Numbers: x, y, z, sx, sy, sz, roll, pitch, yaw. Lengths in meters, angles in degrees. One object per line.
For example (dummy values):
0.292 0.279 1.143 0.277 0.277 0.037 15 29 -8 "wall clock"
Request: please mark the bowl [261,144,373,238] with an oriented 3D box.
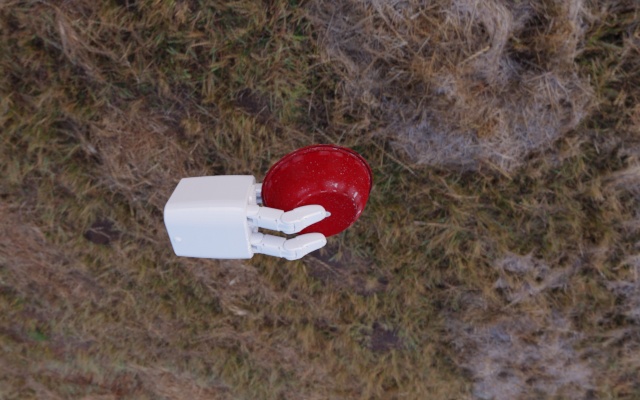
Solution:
0.001 0.002 0.661 0.162 0.162 0.055 0 44 -14 "bowl"
